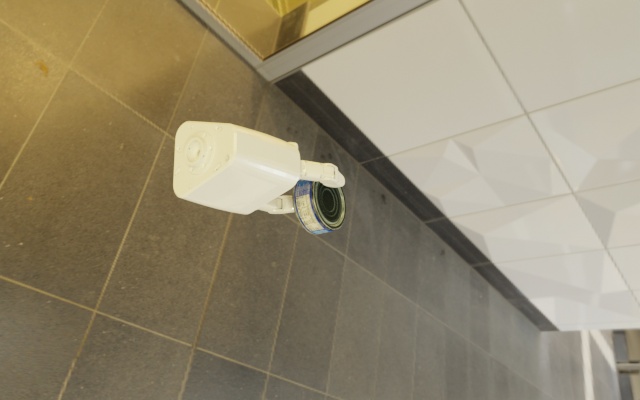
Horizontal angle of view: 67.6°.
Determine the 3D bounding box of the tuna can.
[{"bbox_3d":[0.001,0.002,0.653,0.034,0.086,0.086,-13,-7,32],"label":"tuna can"}]
